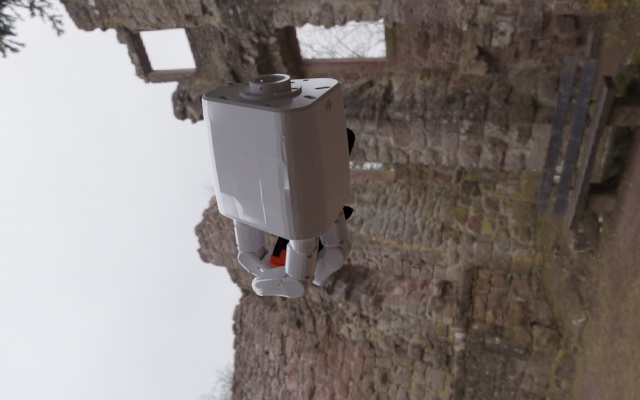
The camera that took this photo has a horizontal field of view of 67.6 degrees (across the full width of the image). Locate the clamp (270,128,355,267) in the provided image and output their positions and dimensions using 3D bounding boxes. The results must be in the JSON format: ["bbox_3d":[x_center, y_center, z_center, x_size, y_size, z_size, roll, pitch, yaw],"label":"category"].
[{"bbox_3d":[-0.001,0.002,0.490,0.039,0.120,0.171,7,30,20],"label":"clamp"}]
